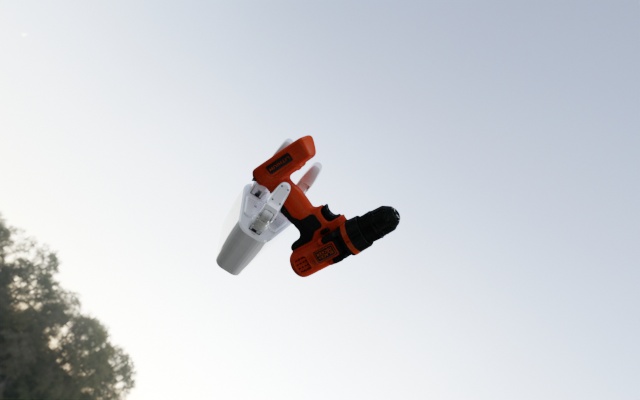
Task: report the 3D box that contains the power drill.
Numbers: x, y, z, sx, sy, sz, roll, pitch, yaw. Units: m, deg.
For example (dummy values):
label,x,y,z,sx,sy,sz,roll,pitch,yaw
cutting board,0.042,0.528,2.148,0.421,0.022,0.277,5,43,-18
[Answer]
label,x,y,z,sx,sy,sz,roll,pitch,yaw
power drill,0.000,0.002,0.700,0.184,0.187,0.057,-30,0,19
